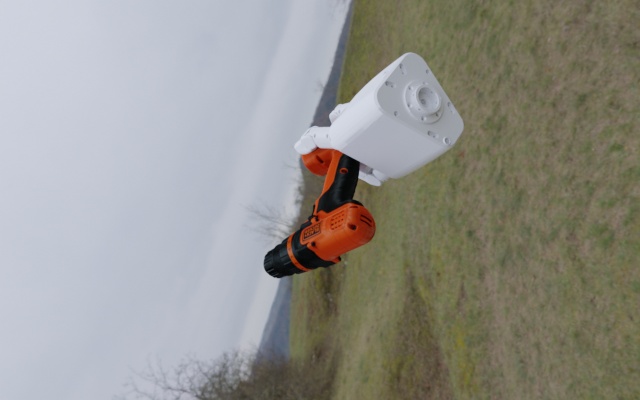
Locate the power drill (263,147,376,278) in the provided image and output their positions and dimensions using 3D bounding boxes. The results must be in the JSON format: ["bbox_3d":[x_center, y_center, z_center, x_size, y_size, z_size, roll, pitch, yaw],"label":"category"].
[{"bbox_3d":[0.000,0.002,0.621,0.057,0.187,0.184,31,-41,-31],"label":"power drill"}]
